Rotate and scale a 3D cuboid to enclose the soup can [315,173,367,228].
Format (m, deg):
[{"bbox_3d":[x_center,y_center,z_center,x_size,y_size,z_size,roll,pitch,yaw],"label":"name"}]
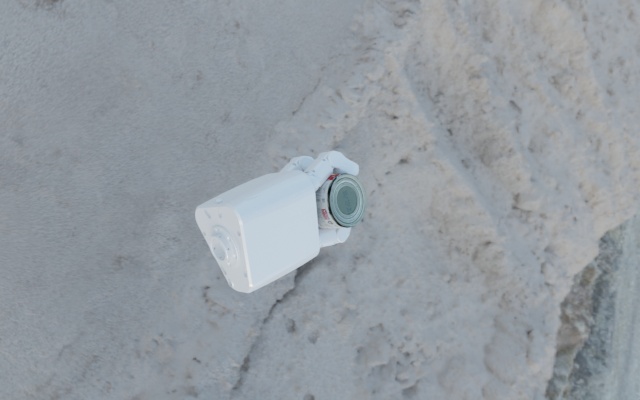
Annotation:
[{"bbox_3d":[0.001,0.002,0.610,0.068,0.068,0.102,0,-3,-42],"label":"soup can"}]
